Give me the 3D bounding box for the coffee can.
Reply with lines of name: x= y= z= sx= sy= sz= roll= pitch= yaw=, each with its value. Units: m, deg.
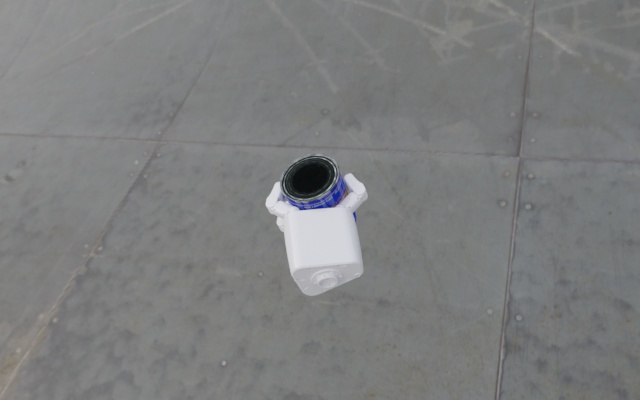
coffee can: x=0.000 y=0.003 z=0.836 sx=0.103 sy=0.102 sz=0.140 roll=0 pitch=-36 yaw=20
